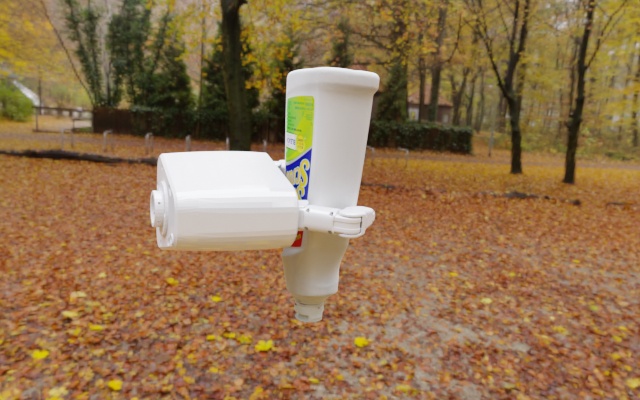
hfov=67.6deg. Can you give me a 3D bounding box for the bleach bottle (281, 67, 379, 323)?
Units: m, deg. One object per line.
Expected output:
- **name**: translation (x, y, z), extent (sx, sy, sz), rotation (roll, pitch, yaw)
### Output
- **bleach bottle**: translation (0.000, 0.001, 0.475), extent (0.068, 0.251, 0.102), rotation (-1, 11, -26)
